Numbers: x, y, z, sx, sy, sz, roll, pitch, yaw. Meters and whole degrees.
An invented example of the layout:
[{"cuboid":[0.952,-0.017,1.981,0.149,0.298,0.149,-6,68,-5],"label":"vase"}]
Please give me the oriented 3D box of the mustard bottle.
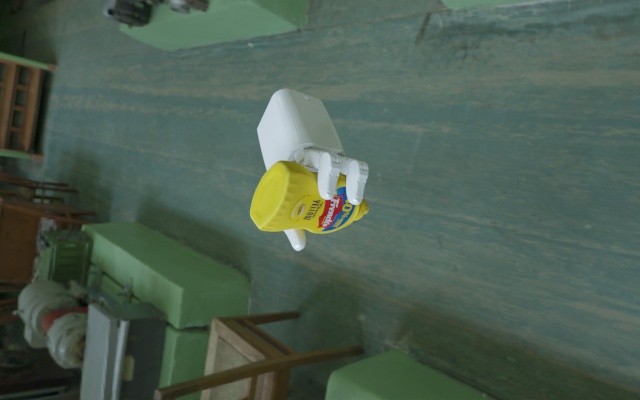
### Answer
[{"cuboid":[0.000,0.002,0.675,0.191,0.096,0.058,8,29,-44],"label":"mustard bottle"}]
